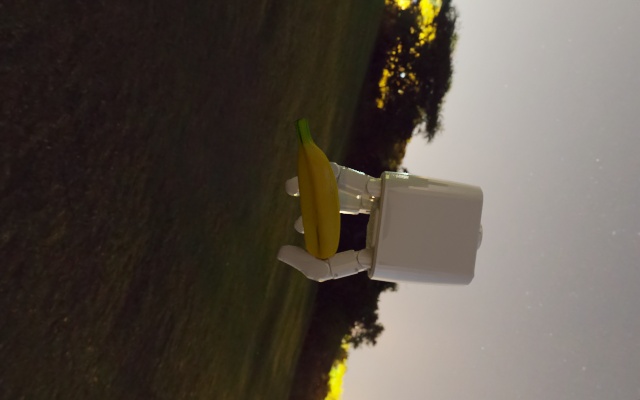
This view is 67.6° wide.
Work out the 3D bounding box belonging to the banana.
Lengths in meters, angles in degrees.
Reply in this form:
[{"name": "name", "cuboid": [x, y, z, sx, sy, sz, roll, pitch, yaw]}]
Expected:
[{"name": "banana", "cuboid": [0.000, 0.014, 0.474, 0.037, 0.069, 0.198, -3, -40, 1]}]
